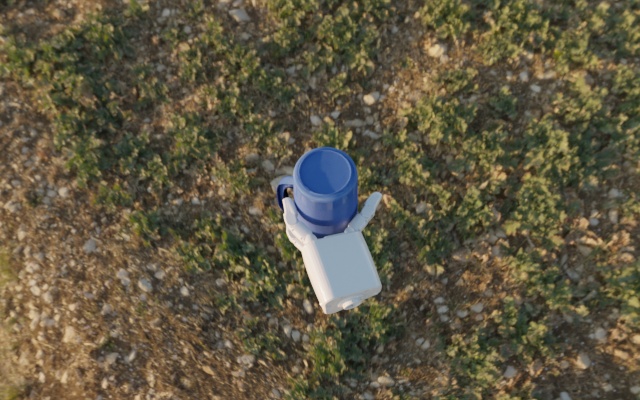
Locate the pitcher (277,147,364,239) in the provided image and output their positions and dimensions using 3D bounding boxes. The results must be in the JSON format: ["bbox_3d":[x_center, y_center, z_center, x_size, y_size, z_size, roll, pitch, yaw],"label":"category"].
[{"bbox_3d":[0.000,0.003,0.896,0.149,0.145,0.243,-16,-26,-7],"label":"pitcher"}]
